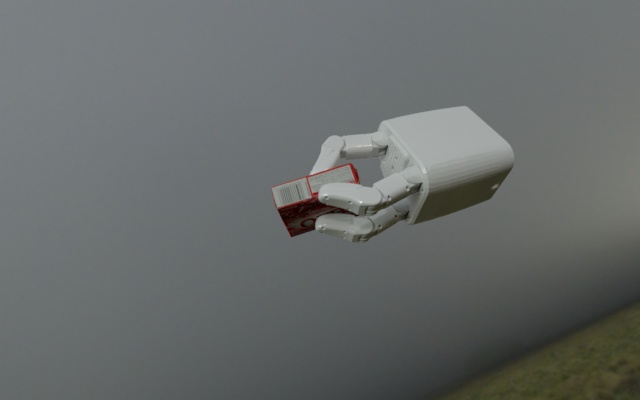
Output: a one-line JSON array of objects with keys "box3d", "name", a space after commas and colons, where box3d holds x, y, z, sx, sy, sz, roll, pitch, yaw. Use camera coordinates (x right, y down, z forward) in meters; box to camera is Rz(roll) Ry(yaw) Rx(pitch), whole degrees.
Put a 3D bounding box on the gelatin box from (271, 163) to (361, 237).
[{"box3d": [0.000, 0.001, 0.507, 0.089, 0.030, 0.073, -17, -28, 0], "name": "gelatin box"}]
